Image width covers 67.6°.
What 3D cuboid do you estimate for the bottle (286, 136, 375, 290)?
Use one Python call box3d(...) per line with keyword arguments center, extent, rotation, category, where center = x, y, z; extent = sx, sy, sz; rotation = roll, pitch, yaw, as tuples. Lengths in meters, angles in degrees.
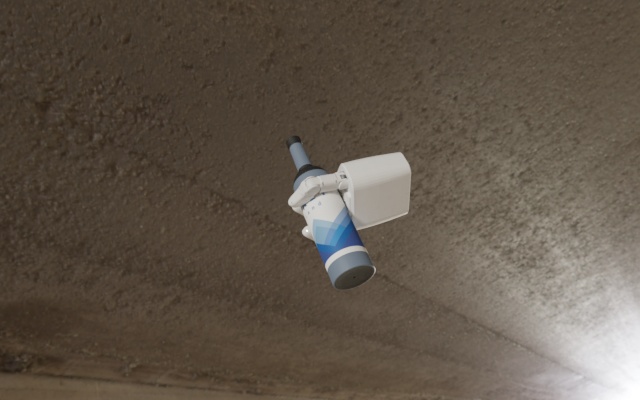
box3d(center=(0.000, 0.003, 0.776), extent=(0.069, 0.295, 0.069), rotation=(-16, -36, -12), category="bottle")
